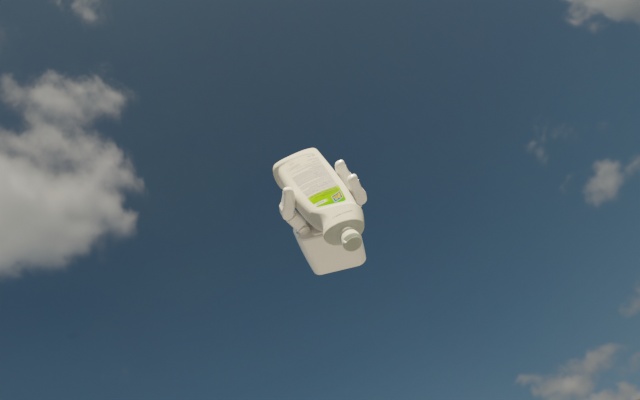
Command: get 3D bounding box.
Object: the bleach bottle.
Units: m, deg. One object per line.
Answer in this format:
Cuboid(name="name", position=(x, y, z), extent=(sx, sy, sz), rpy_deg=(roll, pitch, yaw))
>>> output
Cuboid(name="bleach bottle", position=(0.000, 0.003, 0.818), extent=(0.102, 0.068, 0.250), rpy_deg=(-26, 39, -5))
